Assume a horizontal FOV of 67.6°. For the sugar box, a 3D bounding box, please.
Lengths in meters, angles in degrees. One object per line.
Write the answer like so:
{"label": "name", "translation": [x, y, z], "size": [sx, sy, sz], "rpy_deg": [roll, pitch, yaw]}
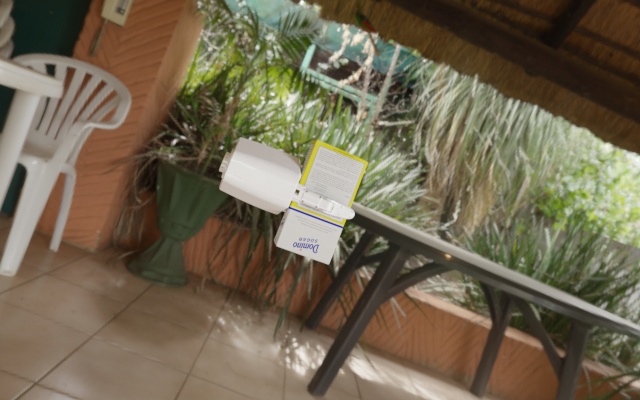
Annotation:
{"label": "sugar box", "translation": [0.000, 0.002, 0.758], "size": [0.093, 0.176, 0.048], "rpy_deg": [22, 3, -12]}
